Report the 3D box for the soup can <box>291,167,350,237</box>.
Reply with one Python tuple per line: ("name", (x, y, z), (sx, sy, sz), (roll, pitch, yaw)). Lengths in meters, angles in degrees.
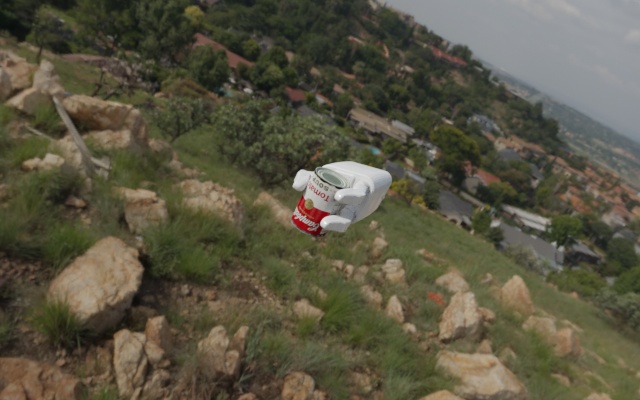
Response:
("soup can", (0.000, 0.002, 0.817), (0.068, 0.102, 0.068), (23, 23, -10))
